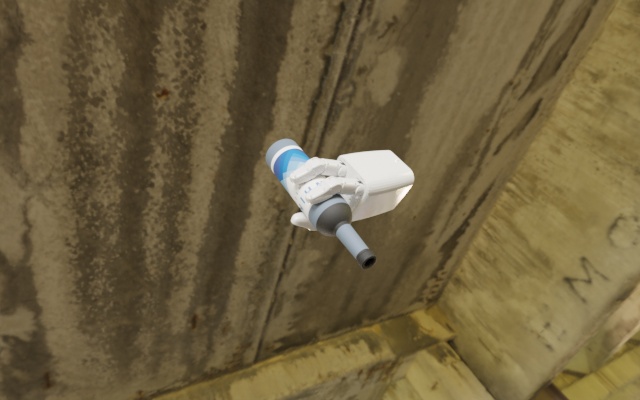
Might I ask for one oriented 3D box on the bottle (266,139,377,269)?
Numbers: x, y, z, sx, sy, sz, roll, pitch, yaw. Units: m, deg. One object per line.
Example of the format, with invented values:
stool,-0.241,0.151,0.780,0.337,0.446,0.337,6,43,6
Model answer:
bottle,0.000,0.002,0.791,0.069,0.069,0.295,0,37,-38
